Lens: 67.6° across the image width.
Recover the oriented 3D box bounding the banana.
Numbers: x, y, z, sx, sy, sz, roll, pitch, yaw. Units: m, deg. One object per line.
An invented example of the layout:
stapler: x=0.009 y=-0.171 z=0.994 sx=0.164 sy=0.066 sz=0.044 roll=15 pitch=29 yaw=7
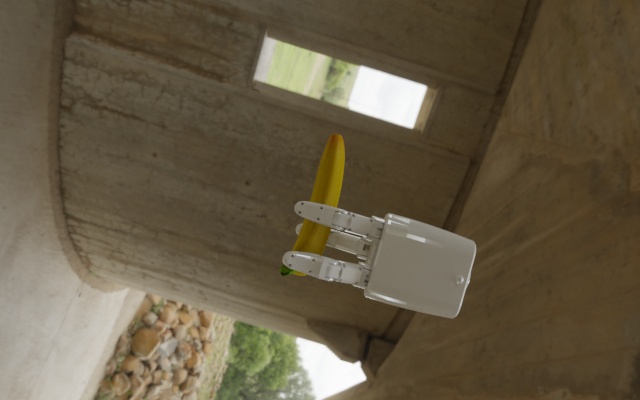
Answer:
banana: x=-0.001 y=0.013 z=0.587 sx=0.037 sy=0.197 sz=0.070 roll=15 pitch=-26 yaw=7
